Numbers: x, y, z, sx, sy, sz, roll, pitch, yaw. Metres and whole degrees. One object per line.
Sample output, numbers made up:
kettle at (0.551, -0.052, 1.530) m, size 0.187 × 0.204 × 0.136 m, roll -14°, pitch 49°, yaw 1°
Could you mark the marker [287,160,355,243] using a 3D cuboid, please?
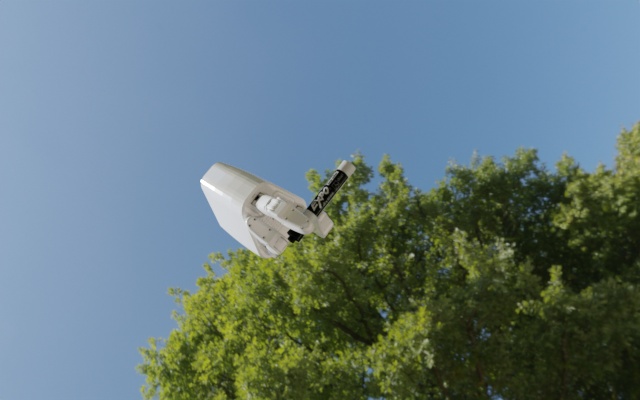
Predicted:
marker at (0.000, 0.002, 0.577) m, size 0.020 × 0.121 × 0.020 m, roll 35°, pitch -14°, yaw 11°
